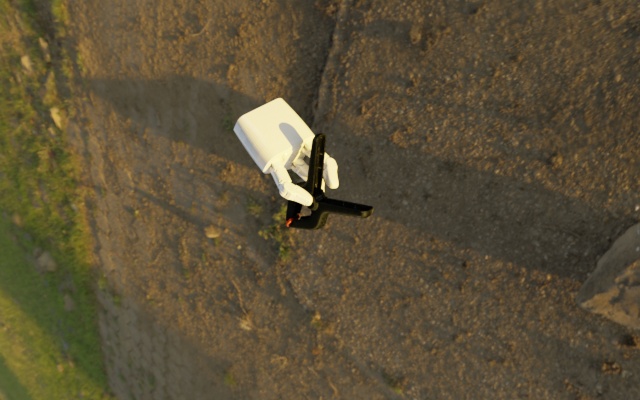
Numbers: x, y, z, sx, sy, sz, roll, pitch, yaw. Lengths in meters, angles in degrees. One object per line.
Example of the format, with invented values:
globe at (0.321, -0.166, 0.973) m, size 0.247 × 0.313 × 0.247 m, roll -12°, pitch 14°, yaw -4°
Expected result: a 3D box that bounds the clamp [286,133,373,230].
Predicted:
clamp at (-0.001, 0.003, 0.863) m, size 0.036 × 0.164 × 0.210 m, roll -24°, pitch -19°, yaw -41°
